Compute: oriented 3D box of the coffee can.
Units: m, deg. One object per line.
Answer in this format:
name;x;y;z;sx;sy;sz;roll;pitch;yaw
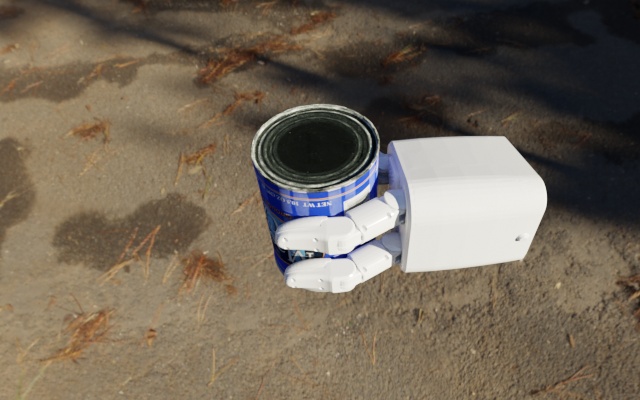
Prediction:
coffee can;0.000;0.001;0.427;0.103;0.102;0.140;0;-42;5
